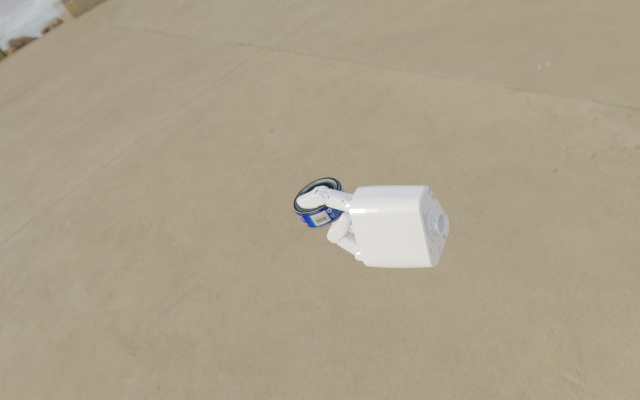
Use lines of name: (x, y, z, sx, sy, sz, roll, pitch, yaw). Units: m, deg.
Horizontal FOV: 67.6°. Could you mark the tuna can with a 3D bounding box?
tuna can: (0.000, 0.002, 0.756, 0.086, 0.034, 0.086, -22, 34, 16)
